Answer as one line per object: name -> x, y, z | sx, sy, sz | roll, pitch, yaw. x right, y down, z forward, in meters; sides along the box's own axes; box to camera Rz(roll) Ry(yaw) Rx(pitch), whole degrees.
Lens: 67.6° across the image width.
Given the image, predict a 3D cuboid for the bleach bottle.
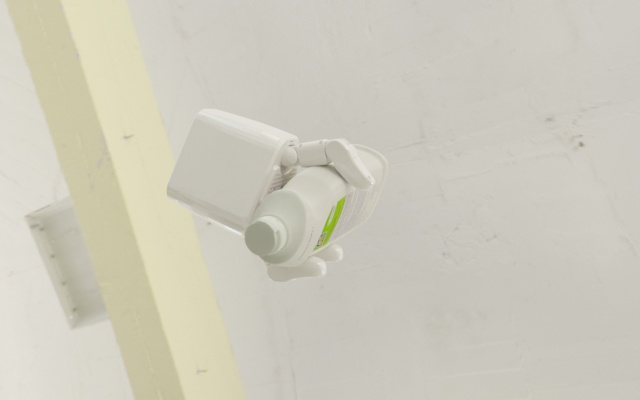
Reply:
bleach bottle -> 0.000, 0.002, 0.489 | 0.068, 0.102, 0.251 | 22, 17, 17
